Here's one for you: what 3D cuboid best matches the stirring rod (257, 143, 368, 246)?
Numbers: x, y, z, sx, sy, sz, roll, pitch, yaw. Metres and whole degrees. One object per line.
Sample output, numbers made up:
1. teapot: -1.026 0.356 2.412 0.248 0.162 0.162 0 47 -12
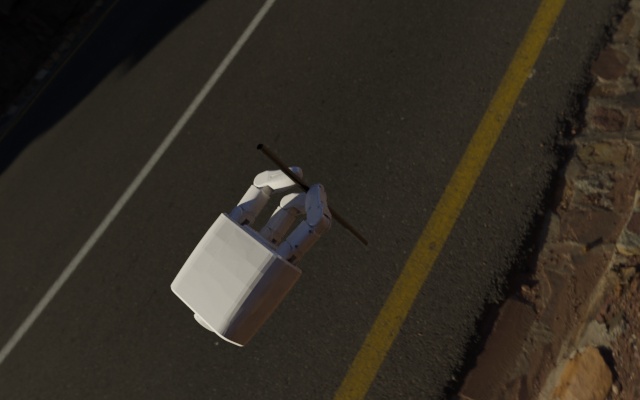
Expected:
1. stirring rod: 0.000 0.002 0.575 0.011 0.011 0.240 0 -28 36
